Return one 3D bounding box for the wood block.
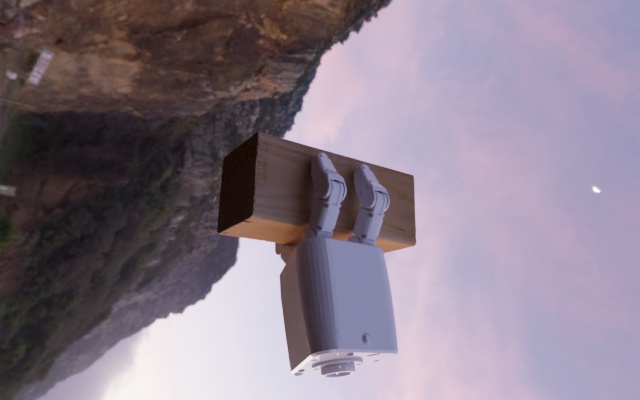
[{"bbox_3d":[0.000,0.002,0.538,0.206,0.090,0.091,12,-21,-32],"label":"wood block"}]
